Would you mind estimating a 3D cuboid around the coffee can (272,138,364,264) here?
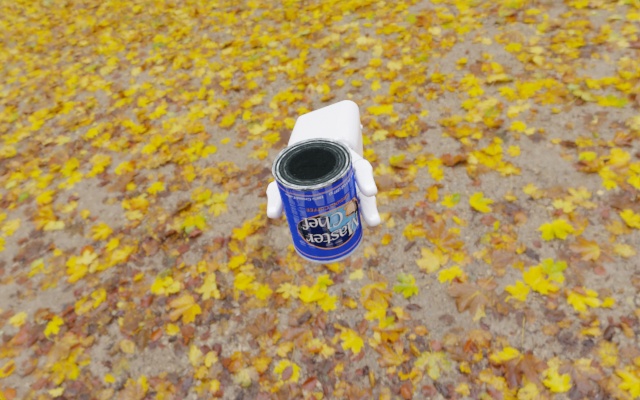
[{"bbox_3d":[0.000,0.002,0.642,0.103,0.140,0.102,-7,43,6],"label":"coffee can"}]
